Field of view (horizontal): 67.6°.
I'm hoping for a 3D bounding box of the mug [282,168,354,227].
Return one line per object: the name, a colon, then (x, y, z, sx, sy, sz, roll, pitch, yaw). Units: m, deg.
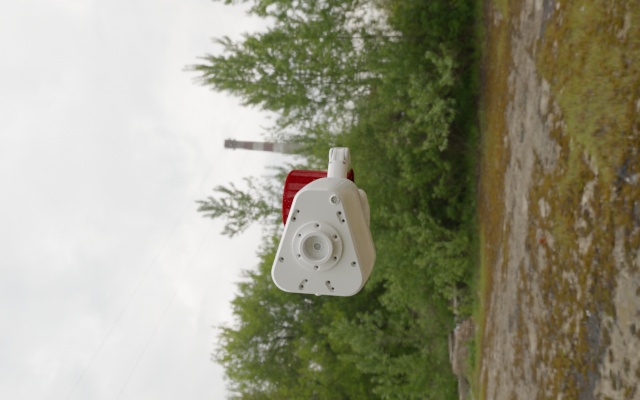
mug: (0.000, 0.002, 0.627, 0.081, 0.093, 0.117, 4, 5, 9)
